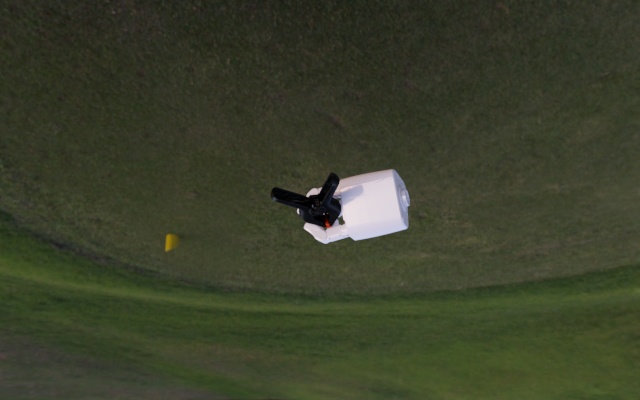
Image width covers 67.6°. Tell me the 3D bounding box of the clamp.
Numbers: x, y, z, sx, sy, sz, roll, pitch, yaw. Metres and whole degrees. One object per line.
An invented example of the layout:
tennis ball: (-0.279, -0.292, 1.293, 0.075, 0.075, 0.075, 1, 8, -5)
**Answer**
clamp: (0.000, 0.003, 0.860, 0.120, 0.039, 0.171, -13, -25, 21)
